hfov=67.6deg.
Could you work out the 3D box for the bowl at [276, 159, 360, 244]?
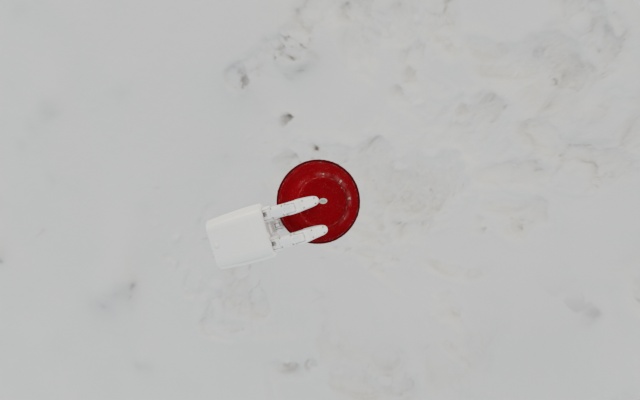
[{"bbox_3d":[0.001,0.002,0.884,0.162,0.162,0.055,0,1,-8],"label":"bowl"}]
